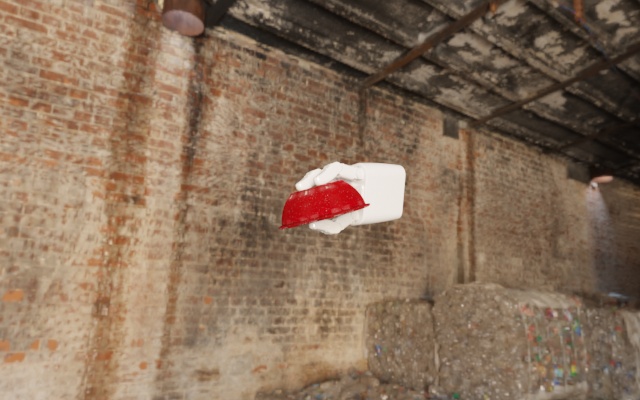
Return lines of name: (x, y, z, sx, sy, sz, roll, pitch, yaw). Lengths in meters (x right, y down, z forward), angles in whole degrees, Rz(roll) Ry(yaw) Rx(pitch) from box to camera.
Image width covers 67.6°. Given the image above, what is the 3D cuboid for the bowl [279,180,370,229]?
bowl: (-0.001, 0.002, 0.811, 0.162, 0.055, 0.162, -15, 1, 0)
